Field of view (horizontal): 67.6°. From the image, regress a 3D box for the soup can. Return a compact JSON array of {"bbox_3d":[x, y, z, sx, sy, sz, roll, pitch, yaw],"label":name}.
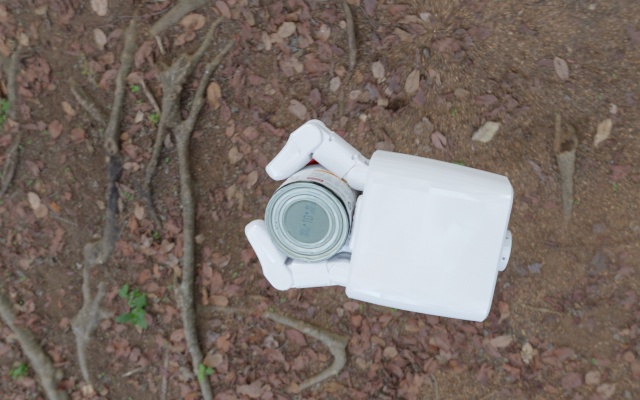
[{"bbox_3d":[0.000,0.001,0.401,0.068,0.068,0.102,0,19,13],"label":"soup can"}]
